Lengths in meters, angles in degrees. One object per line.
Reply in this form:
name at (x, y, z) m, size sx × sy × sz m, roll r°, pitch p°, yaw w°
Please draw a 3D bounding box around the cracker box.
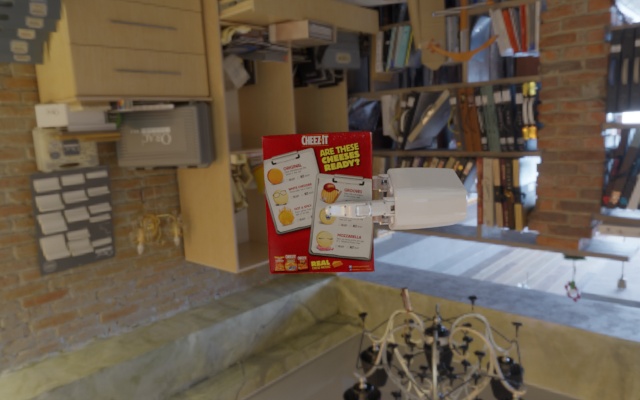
cracker box at (0.000, 0.003, 0.743) m, size 0.164 × 0.214 × 0.072 m, roll -2°, pitch 9°, yaw 3°
